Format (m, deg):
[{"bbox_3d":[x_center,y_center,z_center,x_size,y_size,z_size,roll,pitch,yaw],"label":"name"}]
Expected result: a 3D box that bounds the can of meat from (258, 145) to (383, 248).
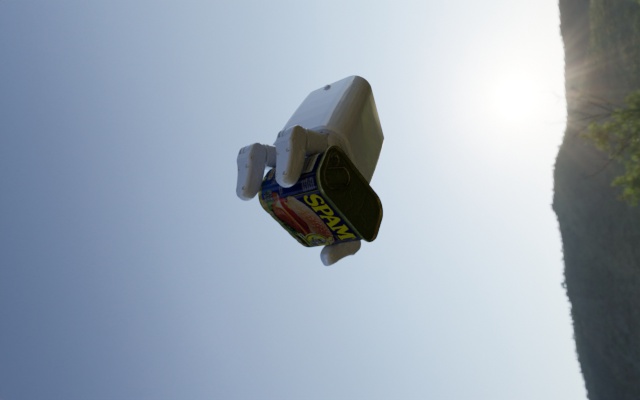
[{"bbox_3d":[0.000,0.002,0.481,0.084,0.057,0.102,-13,-48,38],"label":"can of meat"}]
